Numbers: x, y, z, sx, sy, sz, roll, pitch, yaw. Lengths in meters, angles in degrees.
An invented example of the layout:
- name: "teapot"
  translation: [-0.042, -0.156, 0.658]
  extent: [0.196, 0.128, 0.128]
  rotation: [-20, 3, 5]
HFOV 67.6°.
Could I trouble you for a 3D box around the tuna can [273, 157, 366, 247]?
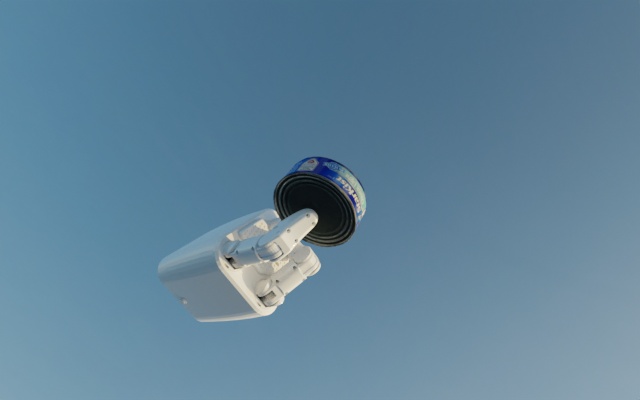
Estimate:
- name: "tuna can"
  translation: [0.000, 0.001, 0.459]
  extent: [0.086, 0.086, 0.033]
  rotation: [0, 34, 30]
